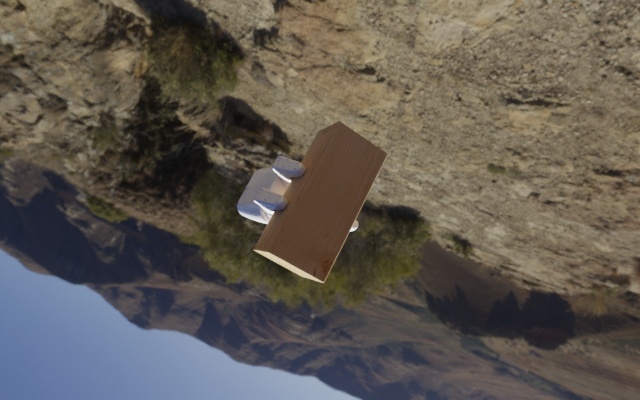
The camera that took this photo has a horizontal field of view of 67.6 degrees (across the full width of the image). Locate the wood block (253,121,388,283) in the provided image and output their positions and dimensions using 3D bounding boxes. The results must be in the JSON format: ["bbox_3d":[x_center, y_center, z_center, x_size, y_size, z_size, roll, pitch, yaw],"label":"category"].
[{"bbox_3d":[0.000,0.003,0.689,0.091,0.206,0.090,32,-14,-17],"label":"wood block"}]
